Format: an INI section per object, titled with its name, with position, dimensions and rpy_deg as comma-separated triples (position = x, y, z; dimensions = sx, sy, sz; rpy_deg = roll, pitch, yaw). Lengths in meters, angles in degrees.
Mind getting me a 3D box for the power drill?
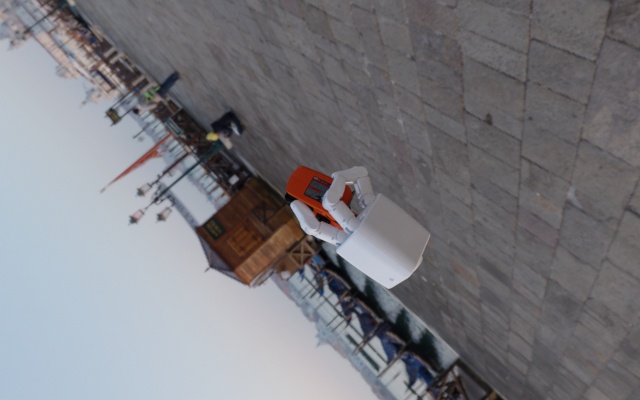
[power drill]
position = 0.000, 0.003, 0.842
dimensions = 0.184, 0.057, 0.188
rpy_deg = 24, -10, 17
